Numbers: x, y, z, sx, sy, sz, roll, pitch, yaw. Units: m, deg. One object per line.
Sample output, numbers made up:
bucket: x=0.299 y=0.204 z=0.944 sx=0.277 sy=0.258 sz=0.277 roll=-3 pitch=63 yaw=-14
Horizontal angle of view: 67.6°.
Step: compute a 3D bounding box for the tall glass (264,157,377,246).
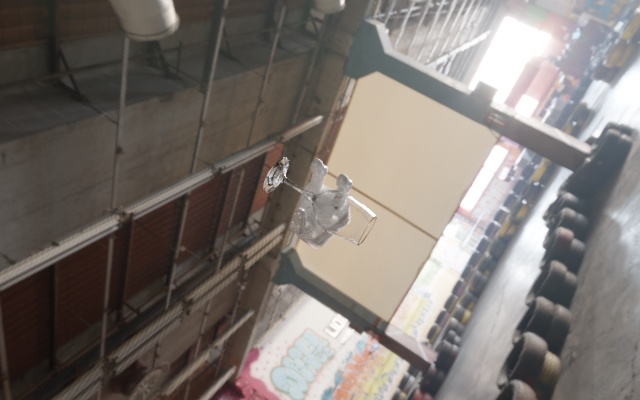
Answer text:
tall glass: x=0.000 y=0.002 z=0.856 sx=0.201 sy=0.079 sz=0.079 roll=32 pitch=9 yaw=15
